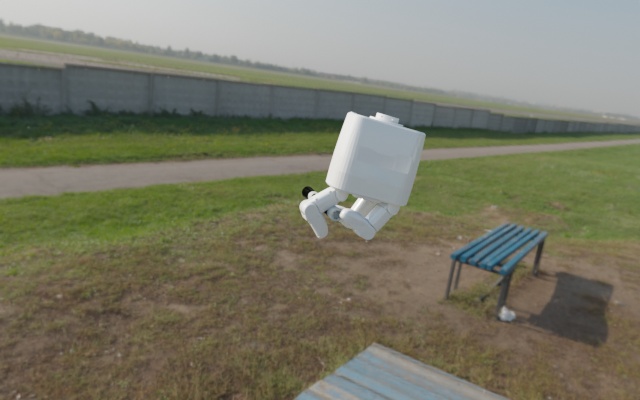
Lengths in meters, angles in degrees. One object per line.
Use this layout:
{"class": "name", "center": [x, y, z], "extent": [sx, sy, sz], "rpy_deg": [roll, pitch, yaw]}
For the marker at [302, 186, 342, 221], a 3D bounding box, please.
{"class": "marker", "center": [0.000, 0.002, 0.711], "extent": [0.020, 0.020, 0.121], "rpy_deg": [0, 17, -24]}
